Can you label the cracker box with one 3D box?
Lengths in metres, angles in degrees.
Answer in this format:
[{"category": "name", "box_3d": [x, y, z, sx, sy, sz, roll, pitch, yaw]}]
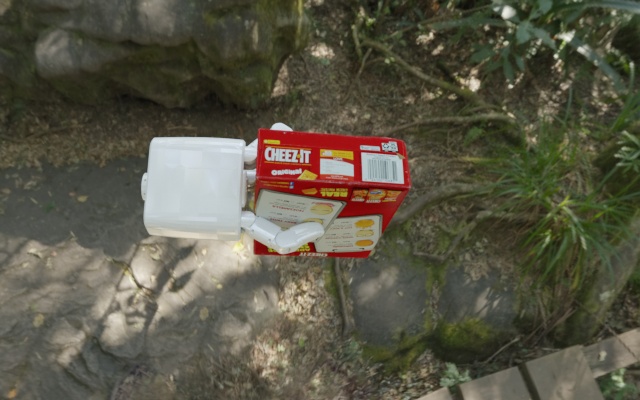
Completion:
[{"category": "cracker box", "box_3d": [0.000, 0.002, 0.592, 0.164, 0.072, 0.214, 3, -27, -7]}]
